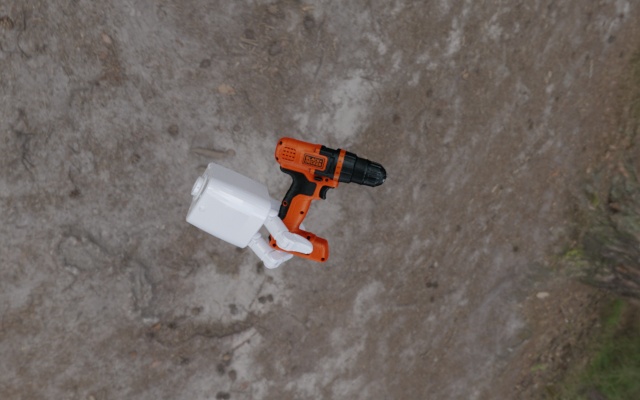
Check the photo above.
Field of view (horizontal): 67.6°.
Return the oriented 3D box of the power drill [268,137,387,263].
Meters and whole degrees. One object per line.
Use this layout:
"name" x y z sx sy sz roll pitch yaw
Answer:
"power drill" 0.000 0.003 0.787 0.184 0.188 0.057 16 12 3
